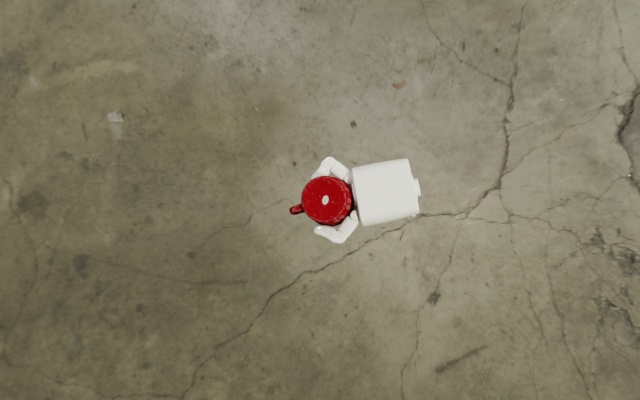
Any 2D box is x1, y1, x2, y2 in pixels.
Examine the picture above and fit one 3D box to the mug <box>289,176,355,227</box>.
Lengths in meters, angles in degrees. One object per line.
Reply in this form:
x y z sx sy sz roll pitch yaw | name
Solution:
-0.001 0.003 0.851 0.117 0.093 0.081 -14 -5 8 | mug
